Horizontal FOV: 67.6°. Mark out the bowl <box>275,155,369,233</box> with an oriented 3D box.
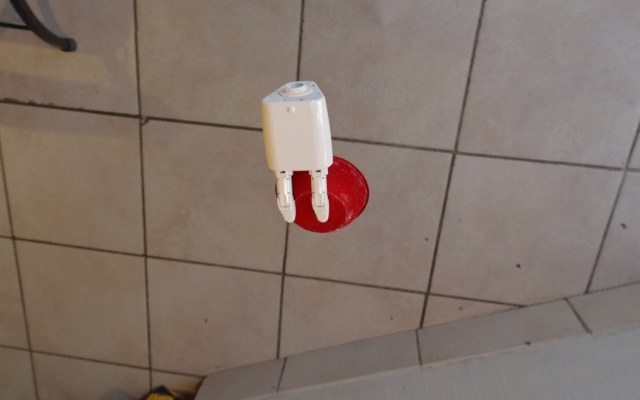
[{"bbox_3d":[0.001,0.004,0.797,0.162,0.162,0.055,0,40,7],"label":"bowl"}]
